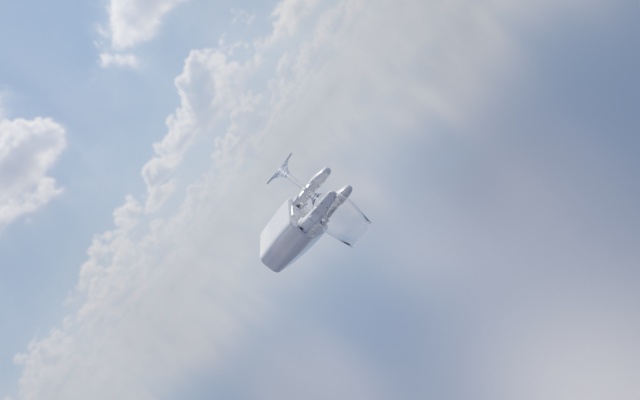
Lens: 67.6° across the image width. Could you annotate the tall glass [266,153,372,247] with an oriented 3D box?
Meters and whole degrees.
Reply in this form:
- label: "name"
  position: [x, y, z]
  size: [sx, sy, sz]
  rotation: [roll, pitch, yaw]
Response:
- label: "tall glass"
  position: [0.000, 0.002, 0.890]
  size: [0.201, 0.079, 0.079]
  rotation: [39, -6, -7]
